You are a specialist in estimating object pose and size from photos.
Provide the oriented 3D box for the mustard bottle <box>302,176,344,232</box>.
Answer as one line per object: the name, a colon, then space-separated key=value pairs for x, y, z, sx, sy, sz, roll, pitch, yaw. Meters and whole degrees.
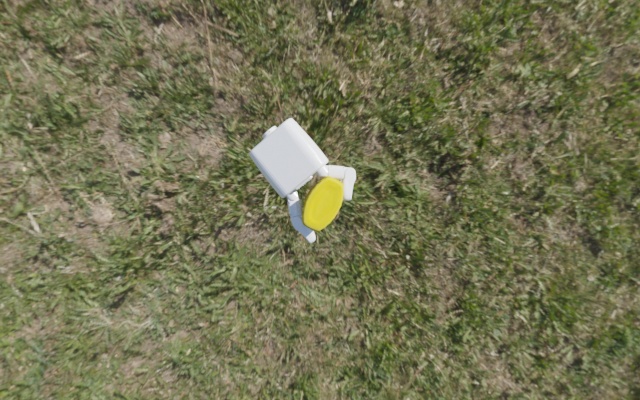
mustard bottle: x=0.000 y=0.003 z=0.899 sx=0.058 sy=0.096 sz=0.191 roll=26 pitch=1 yaw=-4
